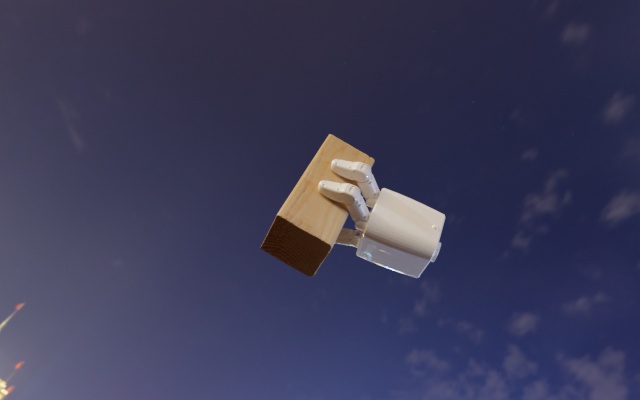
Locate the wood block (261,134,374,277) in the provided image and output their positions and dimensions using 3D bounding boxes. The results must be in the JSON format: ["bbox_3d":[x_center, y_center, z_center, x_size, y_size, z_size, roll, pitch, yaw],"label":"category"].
[{"bbox_3d":[0.000,0.003,0.743,0.090,0.206,0.091,30,-44,0],"label":"wood block"}]
